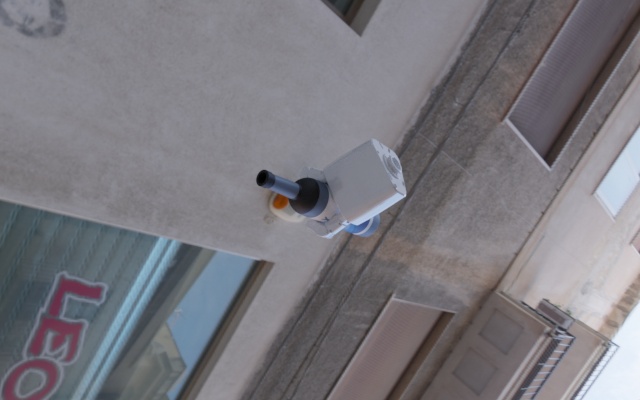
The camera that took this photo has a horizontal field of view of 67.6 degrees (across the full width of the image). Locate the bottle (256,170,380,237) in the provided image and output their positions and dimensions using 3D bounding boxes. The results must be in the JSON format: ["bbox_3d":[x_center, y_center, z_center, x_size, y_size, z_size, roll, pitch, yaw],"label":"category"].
[{"bbox_3d":[0.000,0.003,0.851,0.069,0.069,0.296,0,-15,40],"label":"bottle"}]
